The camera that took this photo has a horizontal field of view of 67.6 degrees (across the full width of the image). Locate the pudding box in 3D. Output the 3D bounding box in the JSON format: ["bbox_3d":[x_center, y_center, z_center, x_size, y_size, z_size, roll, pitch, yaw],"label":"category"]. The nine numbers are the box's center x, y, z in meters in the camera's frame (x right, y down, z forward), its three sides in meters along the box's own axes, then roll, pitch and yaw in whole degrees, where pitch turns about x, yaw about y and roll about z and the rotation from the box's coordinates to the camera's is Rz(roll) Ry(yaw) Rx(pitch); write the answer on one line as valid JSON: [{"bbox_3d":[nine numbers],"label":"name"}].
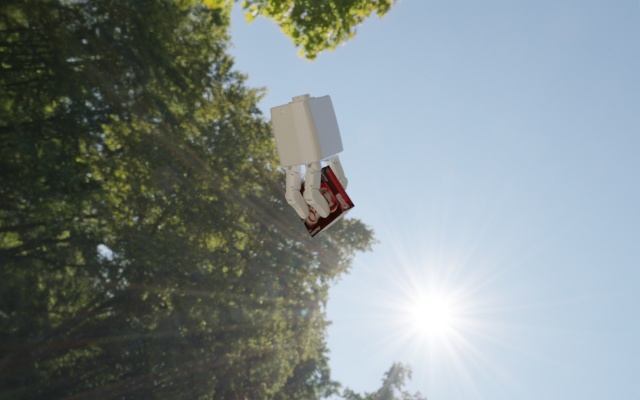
[{"bbox_3d":[0.000,0.003,0.866,0.039,0.090,0.113,-23,-14,-39],"label":"pudding box"}]
